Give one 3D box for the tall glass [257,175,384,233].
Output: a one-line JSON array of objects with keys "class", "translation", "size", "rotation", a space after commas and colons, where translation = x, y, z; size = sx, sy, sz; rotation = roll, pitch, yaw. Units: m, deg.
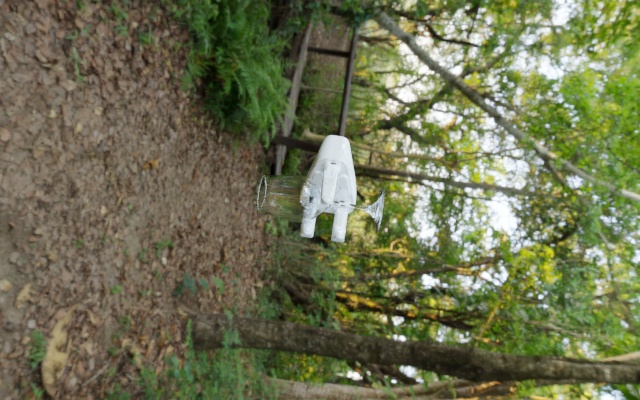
[{"class": "tall glass", "translation": [0.001, 0.003, 0.791], "size": [0.201, 0.079, 0.079], "rotation": [8, 0, 2]}]
